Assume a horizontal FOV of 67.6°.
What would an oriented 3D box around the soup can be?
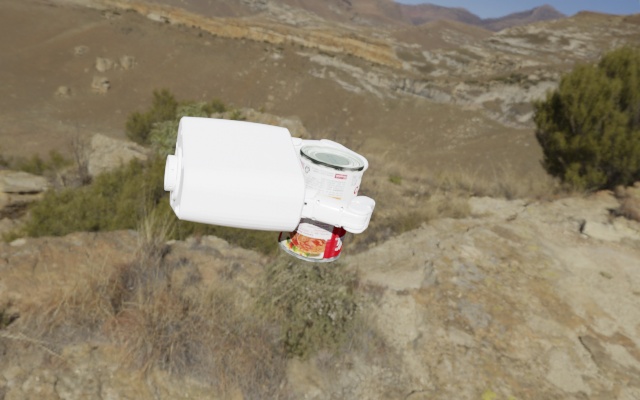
[{"bbox_3d":[0.001,0.001,0.485,0.068,0.102,0.068,13,21,-5],"label":"soup can"}]
